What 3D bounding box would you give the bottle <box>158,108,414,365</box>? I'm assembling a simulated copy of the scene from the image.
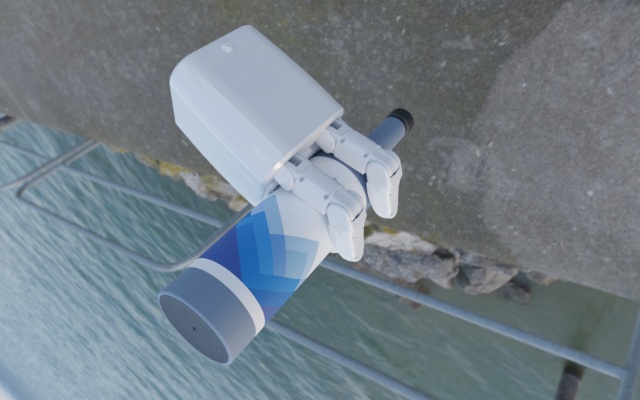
[{"bbox_3d":[0.000,0.002,0.401,0.069,0.069,0.295,0,35,44],"label":"bottle"}]
